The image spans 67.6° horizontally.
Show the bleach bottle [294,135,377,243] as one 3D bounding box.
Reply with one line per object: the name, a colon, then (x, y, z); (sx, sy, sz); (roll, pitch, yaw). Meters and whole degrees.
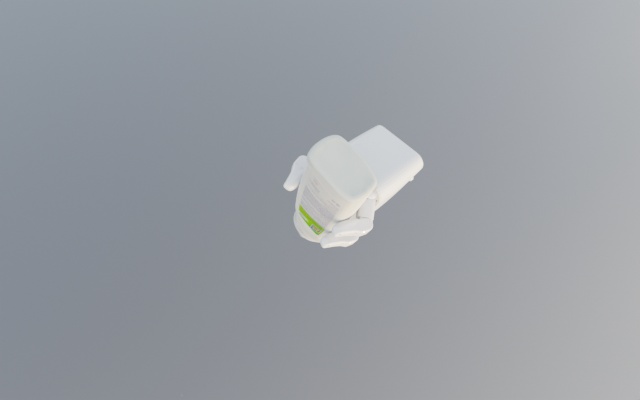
bleach bottle: (0.000, 0.003, 0.745); (0.068, 0.102, 0.251); (-37, -8, -25)
